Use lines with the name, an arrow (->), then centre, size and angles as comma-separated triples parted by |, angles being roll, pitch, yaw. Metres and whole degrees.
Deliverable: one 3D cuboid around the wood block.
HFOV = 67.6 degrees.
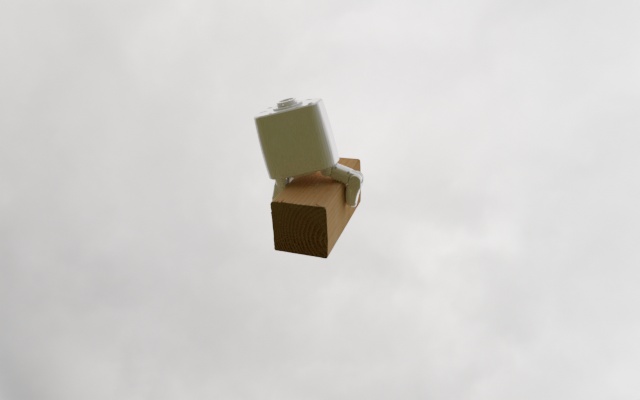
wood block -> 0.000, 0.002, 0.806 | 0.091, 0.090, 0.206 | 7, 27, 18
